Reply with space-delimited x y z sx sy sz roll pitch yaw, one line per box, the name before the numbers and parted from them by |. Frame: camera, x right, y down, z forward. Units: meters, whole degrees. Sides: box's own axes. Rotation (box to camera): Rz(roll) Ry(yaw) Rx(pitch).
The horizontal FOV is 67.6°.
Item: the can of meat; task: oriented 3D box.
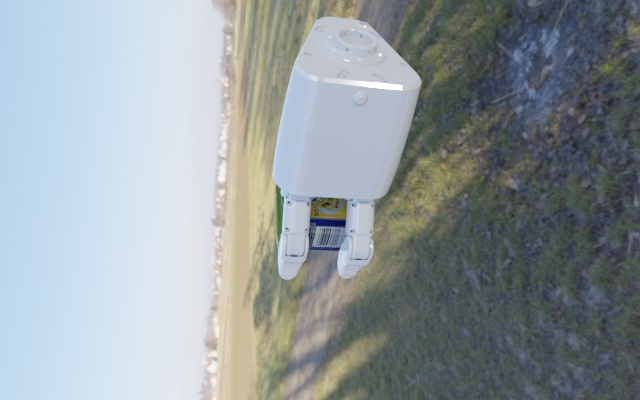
can of meat | 0.000 0.001 0.463 0.084 0.102 0.057 3 -43 -11
